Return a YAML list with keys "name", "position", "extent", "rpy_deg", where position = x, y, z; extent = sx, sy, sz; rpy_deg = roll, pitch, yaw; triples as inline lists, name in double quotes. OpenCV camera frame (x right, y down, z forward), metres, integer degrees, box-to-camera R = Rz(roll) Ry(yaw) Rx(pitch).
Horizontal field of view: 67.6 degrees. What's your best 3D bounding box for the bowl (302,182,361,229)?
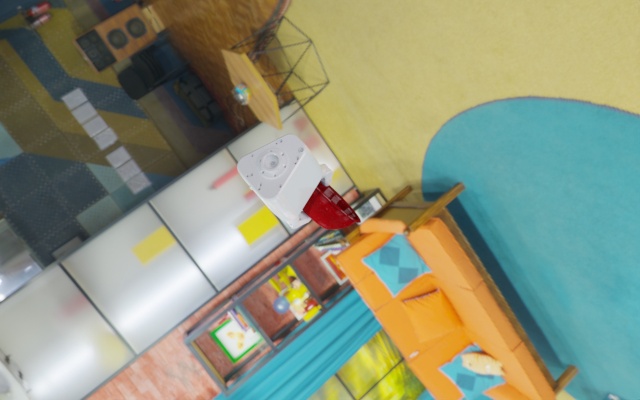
- name: "bowl"
  position: [0.001, 0.004, 0.896]
  extent: [0.162, 0.055, 0.162]
  rpy_deg: [42, 9, -8]
